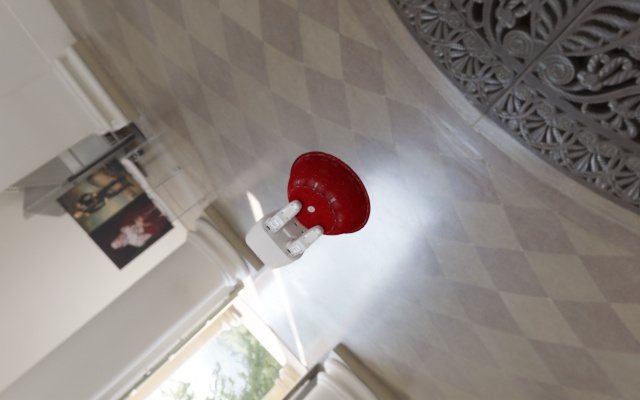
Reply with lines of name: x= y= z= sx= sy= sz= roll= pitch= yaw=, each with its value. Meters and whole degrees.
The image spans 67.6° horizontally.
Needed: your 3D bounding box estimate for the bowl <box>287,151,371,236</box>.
bowl: x=0.000 y=0.002 z=0.784 sx=0.162 sy=0.162 sz=0.055 roll=0 pitch=31 yaw=40
